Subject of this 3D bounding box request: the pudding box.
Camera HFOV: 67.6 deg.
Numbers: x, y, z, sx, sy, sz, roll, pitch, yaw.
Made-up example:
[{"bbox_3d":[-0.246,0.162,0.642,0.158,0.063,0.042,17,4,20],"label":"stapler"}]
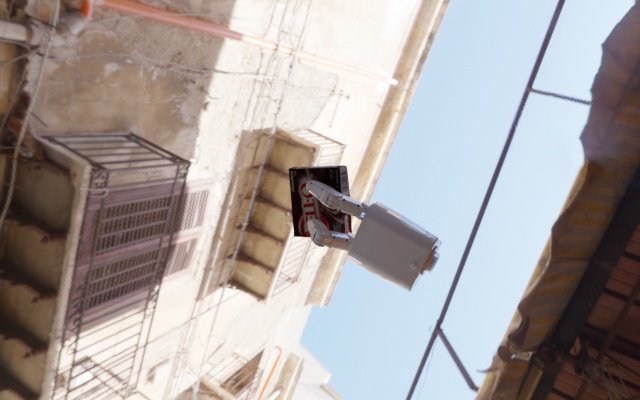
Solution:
[{"bbox_3d":[0.000,0.002,0.744,0.090,0.113,0.039,0,7,27],"label":"pudding box"}]
